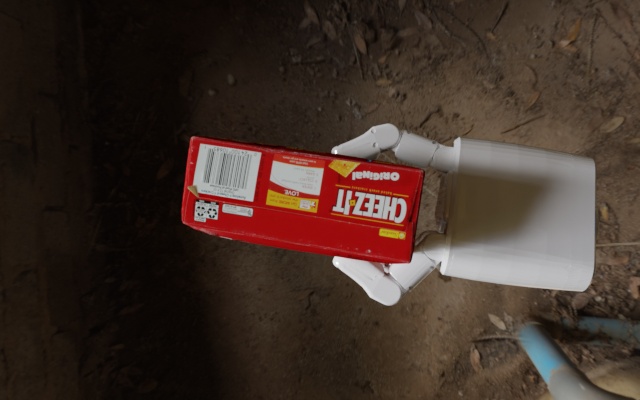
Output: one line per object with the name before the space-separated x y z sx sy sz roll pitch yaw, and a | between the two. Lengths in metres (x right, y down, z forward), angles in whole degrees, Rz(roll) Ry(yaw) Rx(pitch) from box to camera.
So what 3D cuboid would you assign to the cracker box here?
cracker box | 0.000 0.001 0.421 0.164 0.072 0.214 9 0 9
